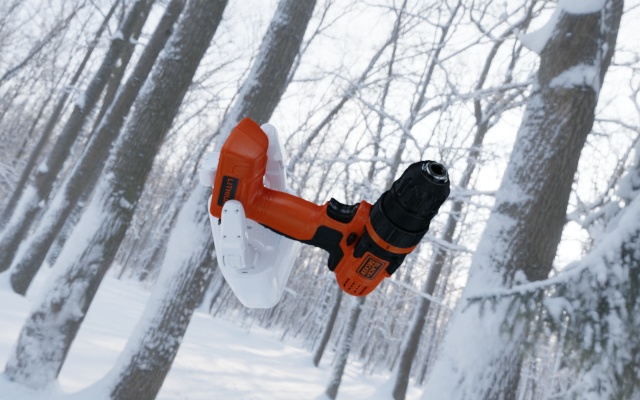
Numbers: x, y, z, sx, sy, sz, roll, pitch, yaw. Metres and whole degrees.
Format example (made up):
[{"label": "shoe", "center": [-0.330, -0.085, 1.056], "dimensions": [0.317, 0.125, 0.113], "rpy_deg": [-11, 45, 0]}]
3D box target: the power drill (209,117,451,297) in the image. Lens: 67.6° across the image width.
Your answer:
[{"label": "power drill", "center": [0.000, 0.001, 0.428], "dimensions": [0.187, 0.057, 0.184], "rpy_deg": [27, -43, 1]}]
